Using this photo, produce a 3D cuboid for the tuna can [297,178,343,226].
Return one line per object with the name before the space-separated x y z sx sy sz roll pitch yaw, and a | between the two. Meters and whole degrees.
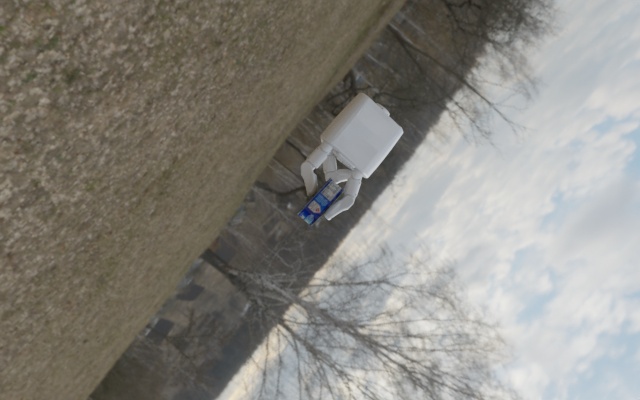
tuna can | 0.001 0.003 0.828 0.034 0.086 0.086 43 -1 -1
